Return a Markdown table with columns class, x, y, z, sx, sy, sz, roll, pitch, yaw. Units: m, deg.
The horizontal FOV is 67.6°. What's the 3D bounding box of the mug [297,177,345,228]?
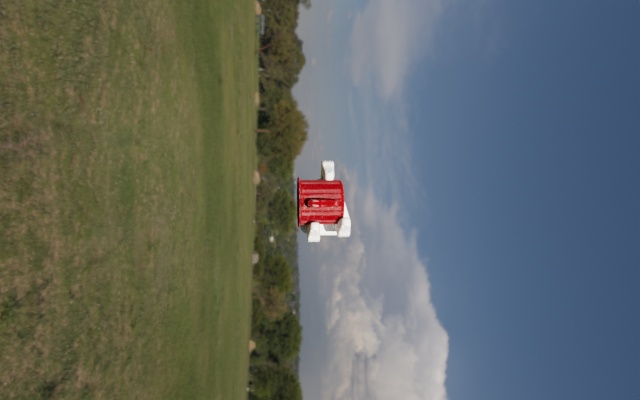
| class | x | y | z | sx | sy | sz | roll | pitch | yaw |
| --- | --- | --- | --- | --- | --- | --- | --- | --- | --- |
| mug | 0.000 | 0.003 | 0.863 | 0.081 | 0.093 | 0.117 | -1 | -1 | -5 |
